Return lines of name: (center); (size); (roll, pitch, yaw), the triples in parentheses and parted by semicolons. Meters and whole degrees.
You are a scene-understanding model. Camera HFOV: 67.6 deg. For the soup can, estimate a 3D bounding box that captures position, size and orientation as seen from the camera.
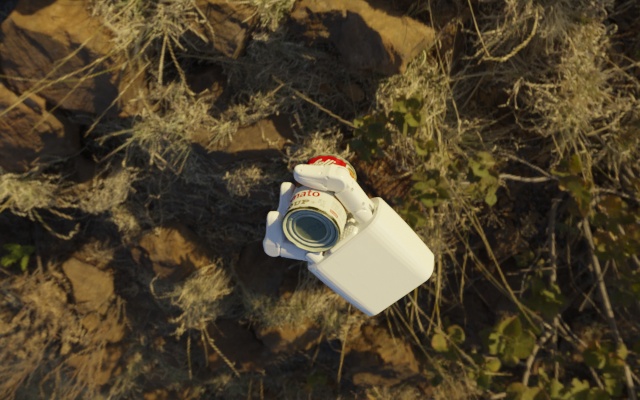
soup can: (0.000, 0.002, 0.556); (0.068, 0.069, 0.102); (0, 39, 17)
